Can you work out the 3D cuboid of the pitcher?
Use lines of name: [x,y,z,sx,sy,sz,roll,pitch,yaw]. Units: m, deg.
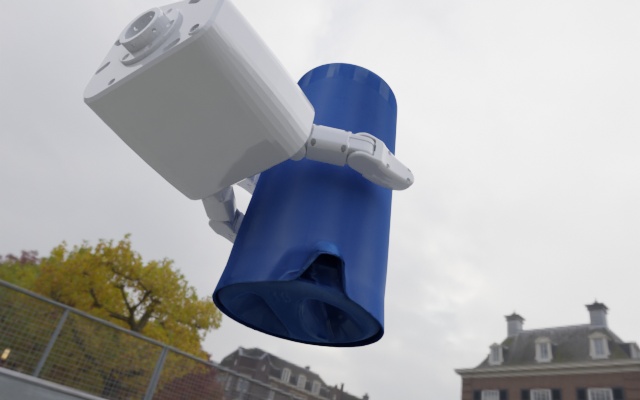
pitcher: [0.000,0.001,0.433,0.149,0.242,0.145,-10,-39,31]
